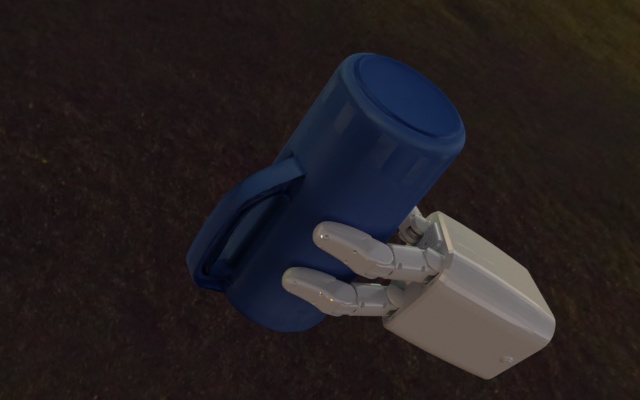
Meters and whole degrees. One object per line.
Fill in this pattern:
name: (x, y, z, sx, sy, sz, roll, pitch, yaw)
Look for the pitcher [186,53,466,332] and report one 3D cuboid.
pitcher: (0.000, 0.001, 0.408, 0.145, 0.243, 0.149, 32, 39, -5)
